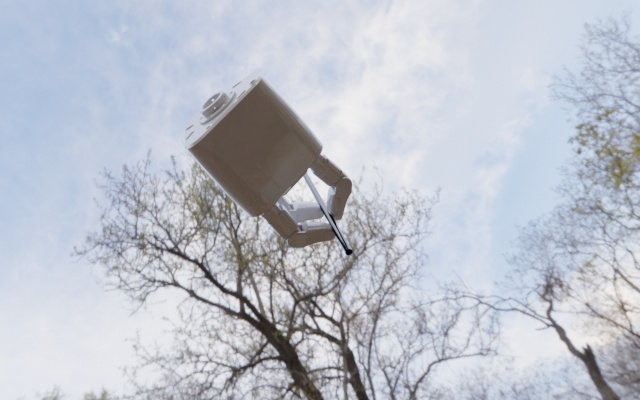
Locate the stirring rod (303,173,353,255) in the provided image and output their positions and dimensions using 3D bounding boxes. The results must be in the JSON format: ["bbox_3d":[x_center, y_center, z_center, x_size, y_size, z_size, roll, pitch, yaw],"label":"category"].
[{"bbox_3d":[0.000,0.002,0.606,0.011,0.011,0.239,0,26,-16],"label":"stirring rod"}]
